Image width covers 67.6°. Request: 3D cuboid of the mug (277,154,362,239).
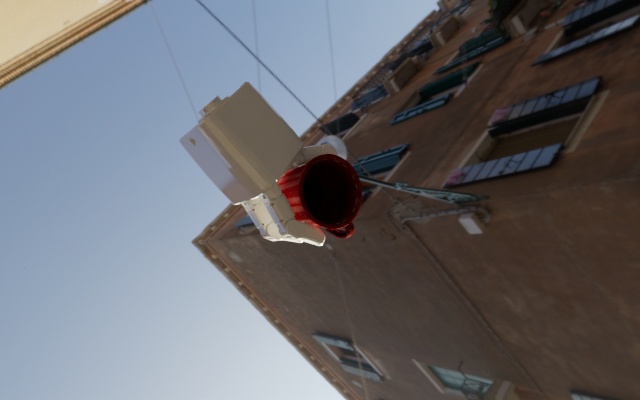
[{"bbox_3d":[0.001,0.003,0.620,0.093,0.117,0.081,-48,19,-28],"label":"mug"}]
